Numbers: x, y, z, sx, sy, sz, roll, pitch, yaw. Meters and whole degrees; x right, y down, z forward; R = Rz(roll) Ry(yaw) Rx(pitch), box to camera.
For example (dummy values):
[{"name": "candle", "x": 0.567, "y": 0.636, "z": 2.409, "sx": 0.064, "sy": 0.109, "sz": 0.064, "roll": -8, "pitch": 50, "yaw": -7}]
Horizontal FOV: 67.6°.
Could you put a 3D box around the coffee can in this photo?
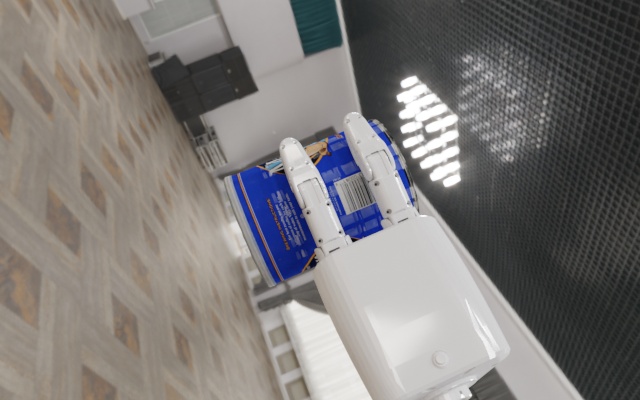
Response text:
[{"name": "coffee can", "x": 0.000, "y": 0.001, "z": 0.421, "sx": 0.140, "sy": 0.103, "sz": 0.103, "roll": -23, "pitch": 2, "yaw": -5}]
